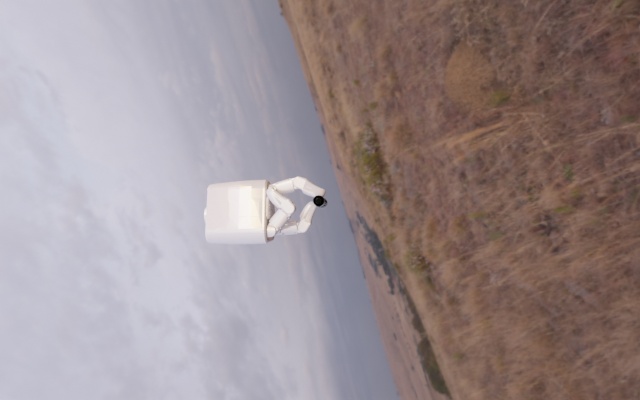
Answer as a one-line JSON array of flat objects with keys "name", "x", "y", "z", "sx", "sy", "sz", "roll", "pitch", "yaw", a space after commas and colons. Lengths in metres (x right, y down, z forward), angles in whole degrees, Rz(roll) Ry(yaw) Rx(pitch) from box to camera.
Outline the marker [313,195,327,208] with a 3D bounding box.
[{"name": "marker", "x": 0.000, "y": 0.003, "z": 0.840, "sx": 0.020, "sy": 0.020, "sz": 0.121, "roll": 0, "pitch": -2, "yaw": 4}]
